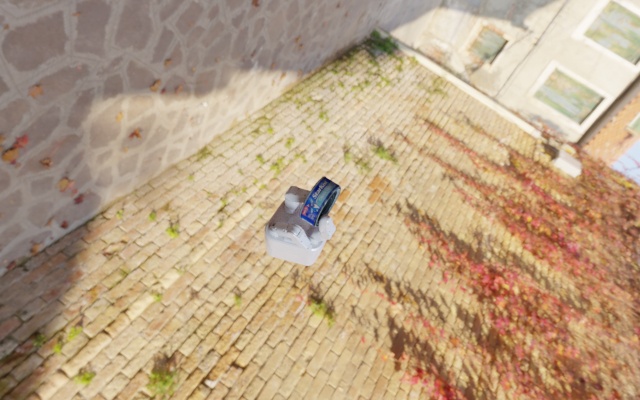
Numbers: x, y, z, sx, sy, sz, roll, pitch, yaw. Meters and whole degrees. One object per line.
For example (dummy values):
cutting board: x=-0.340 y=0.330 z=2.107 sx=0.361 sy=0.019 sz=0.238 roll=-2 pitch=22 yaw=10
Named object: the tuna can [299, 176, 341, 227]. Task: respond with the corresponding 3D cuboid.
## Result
tuna can: x=0.001 y=0.003 z=0.829 sx=0.034 sy=0.086 sz=0.086 roll=32 pitch=7 yaw=11
